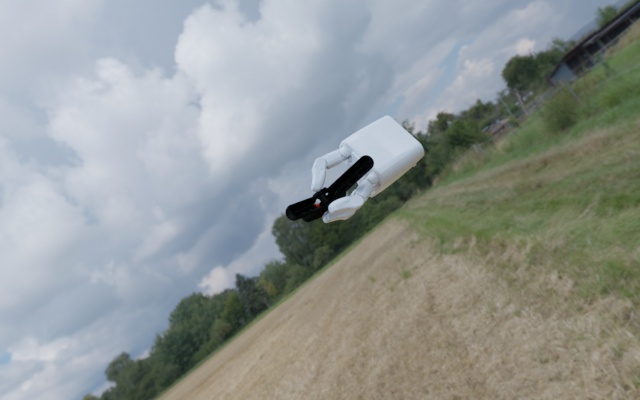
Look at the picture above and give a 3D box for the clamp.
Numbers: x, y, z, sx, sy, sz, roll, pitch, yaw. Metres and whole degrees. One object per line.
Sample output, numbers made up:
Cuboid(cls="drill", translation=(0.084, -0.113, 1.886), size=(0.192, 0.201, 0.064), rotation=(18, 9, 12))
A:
Cuboid(cls="clamp", translation=(0.000, 0.002, 0.826), size=(0.164, 0.036, 0.210), rotation=(-32, -8, -18))
